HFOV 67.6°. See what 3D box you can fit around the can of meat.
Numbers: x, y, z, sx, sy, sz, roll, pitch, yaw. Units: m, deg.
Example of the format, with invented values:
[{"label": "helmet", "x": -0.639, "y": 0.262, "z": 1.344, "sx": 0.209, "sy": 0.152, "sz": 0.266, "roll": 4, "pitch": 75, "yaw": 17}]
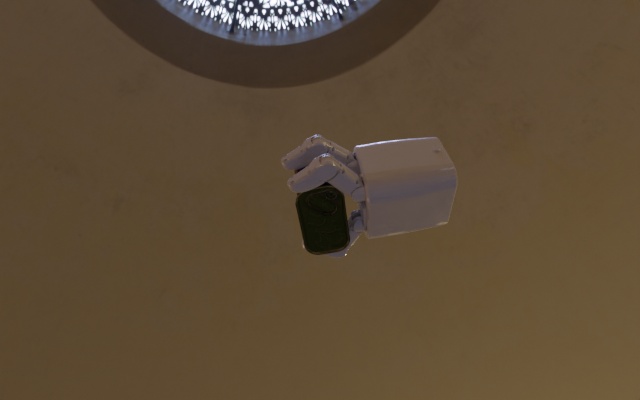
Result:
[{"label": "can of meat", "x": 0.000, "y": 0.002, "z": 0.601, "sx": 0.057, "sy": 0.102, "sz": 0.084, "roll": -10, "pitch": 37, "yaw": 1}]
